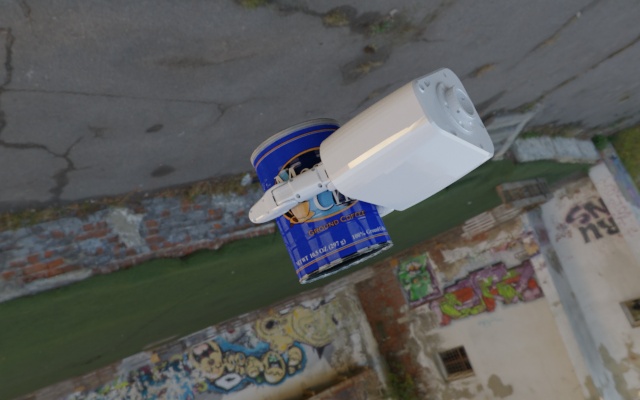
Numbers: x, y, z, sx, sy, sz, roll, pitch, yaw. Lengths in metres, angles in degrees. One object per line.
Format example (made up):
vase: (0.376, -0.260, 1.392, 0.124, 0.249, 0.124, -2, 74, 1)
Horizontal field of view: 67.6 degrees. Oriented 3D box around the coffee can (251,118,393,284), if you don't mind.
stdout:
coffee can: (0.000, 0.002, 0.495, 0.103, 0.140, 0.103, -22, -12, -5)
